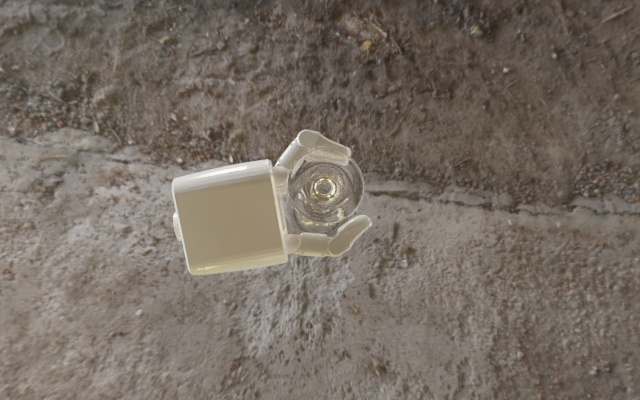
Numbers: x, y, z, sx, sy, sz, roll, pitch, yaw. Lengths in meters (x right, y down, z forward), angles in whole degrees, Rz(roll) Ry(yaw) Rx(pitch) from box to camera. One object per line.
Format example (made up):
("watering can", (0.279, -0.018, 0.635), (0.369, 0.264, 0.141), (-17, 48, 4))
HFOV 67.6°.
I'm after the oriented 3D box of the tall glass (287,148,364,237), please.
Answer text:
("tall glass", (0.000, 0.002, 0.554), (0.079, 0.079, 0.201), (0, -9, -2))
